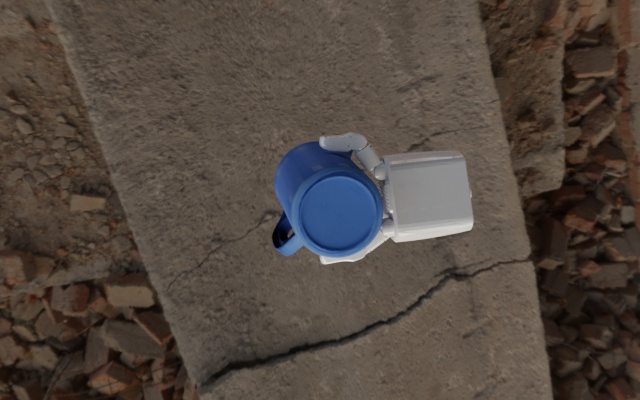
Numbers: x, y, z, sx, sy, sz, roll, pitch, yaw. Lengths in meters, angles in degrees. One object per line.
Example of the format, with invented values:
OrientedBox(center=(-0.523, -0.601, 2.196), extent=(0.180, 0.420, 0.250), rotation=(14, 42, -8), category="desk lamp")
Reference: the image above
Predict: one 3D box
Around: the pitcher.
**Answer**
OrientedBox(center=(0.000, 0.002, 0.651), extent=(0.145, 0.149, 0.242), rotation=(-6, 11, -5), category="pitcher")
